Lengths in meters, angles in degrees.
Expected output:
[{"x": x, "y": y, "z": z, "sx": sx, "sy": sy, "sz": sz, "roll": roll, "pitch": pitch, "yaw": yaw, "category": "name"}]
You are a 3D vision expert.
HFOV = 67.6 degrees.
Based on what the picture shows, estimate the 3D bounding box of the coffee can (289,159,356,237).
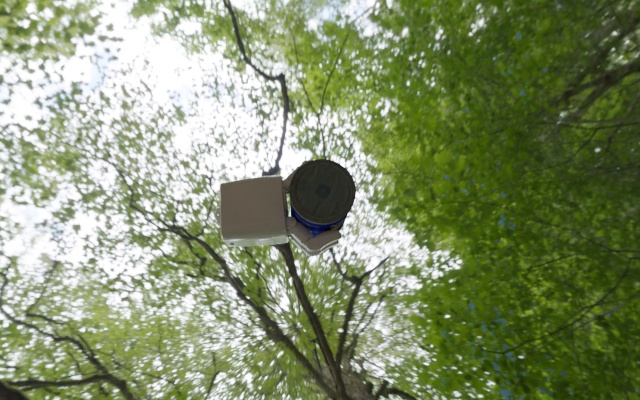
[{"x": 0.000, "y": 0.002, "z": 0.793, "sx": 0.103, "sy": 0.102, "sz": 0.140, "roll": 0, "pitch": -15, "yaw": -3, "category": "coffee can"}]
